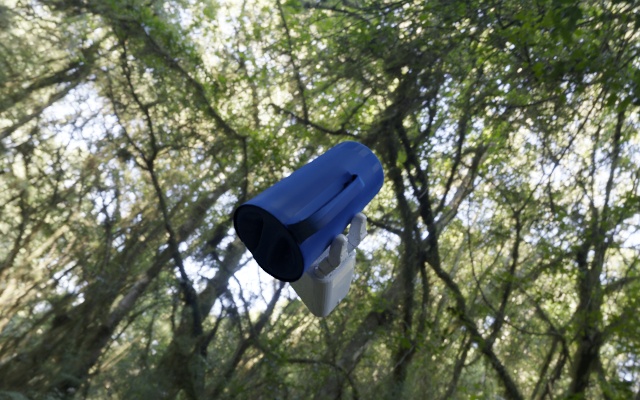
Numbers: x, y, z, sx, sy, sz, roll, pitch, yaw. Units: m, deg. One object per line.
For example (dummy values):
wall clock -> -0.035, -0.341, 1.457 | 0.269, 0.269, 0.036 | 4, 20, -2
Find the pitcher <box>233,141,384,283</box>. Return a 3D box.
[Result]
pitcher -> 0.000, 0.003, 0.733 | 0.149, 0.145, 0.242 | 27, 47, 27
